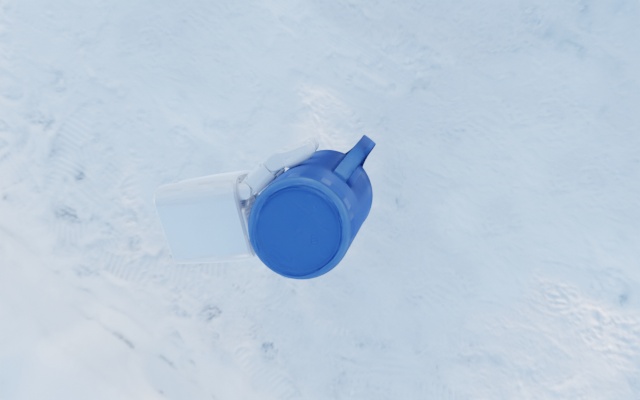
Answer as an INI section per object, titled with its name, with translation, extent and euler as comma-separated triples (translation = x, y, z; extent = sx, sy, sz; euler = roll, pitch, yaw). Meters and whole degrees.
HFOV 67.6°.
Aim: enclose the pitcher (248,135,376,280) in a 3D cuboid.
[pitcher]
translation = 0.000, 0.002, 0.591
extent = 0.145, 0.149, 0.243
euler = -5, 9, 9
